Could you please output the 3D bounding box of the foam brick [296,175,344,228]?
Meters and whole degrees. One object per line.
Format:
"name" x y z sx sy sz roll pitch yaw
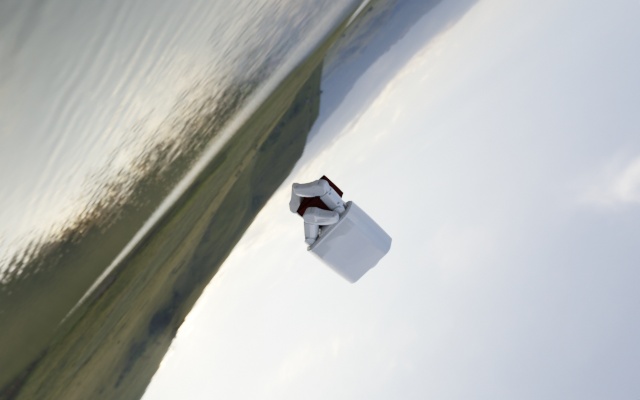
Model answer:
"foam brick" 0.000 0.003 0.855 0.053 0.051 0.078 -41 14 34
